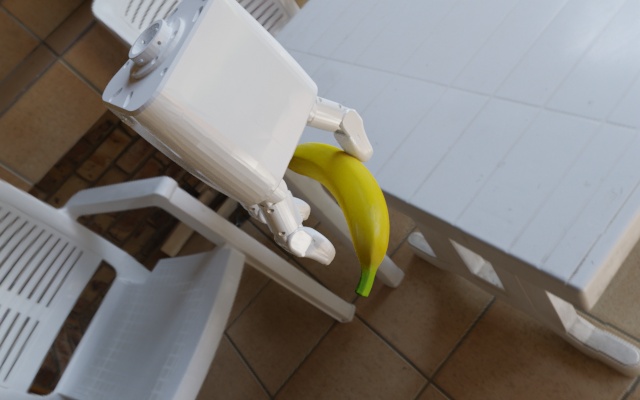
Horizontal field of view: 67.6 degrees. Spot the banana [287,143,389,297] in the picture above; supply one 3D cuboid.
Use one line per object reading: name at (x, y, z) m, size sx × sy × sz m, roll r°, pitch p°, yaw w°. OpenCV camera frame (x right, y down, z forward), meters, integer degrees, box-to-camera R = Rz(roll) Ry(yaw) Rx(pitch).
banana at (0.014, -0.009, 0.430) m, size 0.037 × 0.069 × 0.197 m, roll 33°, pitch 19°, yaw -40°
